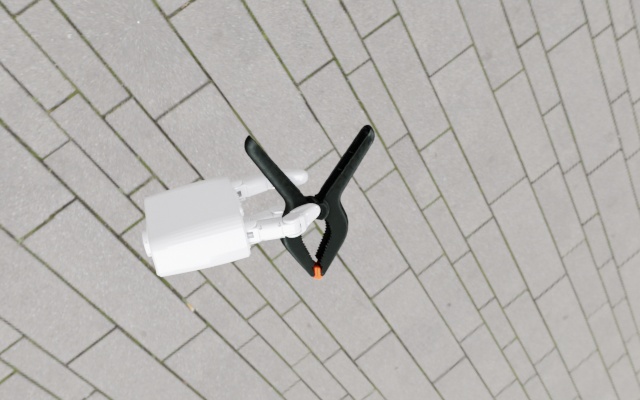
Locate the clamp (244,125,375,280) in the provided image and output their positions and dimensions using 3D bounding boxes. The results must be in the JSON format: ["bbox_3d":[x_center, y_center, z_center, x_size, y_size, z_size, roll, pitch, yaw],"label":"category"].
[{"bbox_3d":[0.000,0.003,0.618,0.164,0.210,0.036,-14,24,-12],"label":"clamp"}]
